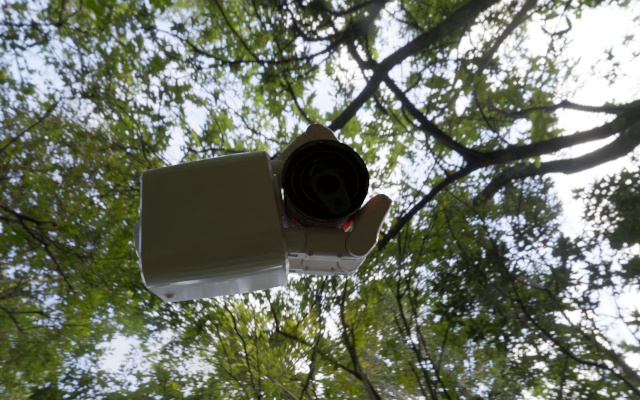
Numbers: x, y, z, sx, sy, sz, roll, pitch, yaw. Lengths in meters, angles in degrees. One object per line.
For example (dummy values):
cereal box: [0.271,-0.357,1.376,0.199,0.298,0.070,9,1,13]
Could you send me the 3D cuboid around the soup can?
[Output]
soup can: [0.001,0.001,0.411,0.068,0.068,0.102,0,-21,-5]
